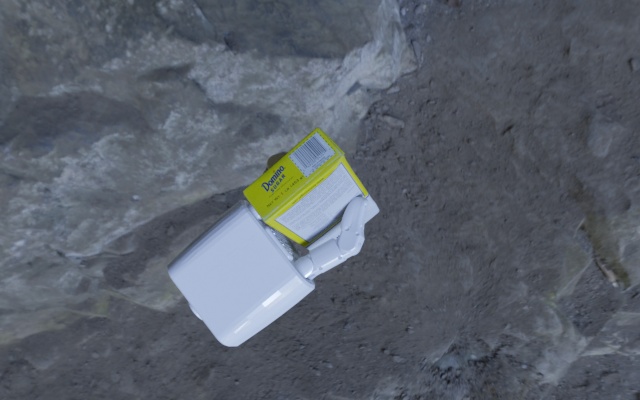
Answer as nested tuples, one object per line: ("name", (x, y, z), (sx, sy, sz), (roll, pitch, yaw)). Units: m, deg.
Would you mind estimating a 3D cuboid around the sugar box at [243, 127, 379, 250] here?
("sugar box", (0.000, 0.001, 0.497), (0.093, 0.048, 0.176), (-40, -22, 2))
